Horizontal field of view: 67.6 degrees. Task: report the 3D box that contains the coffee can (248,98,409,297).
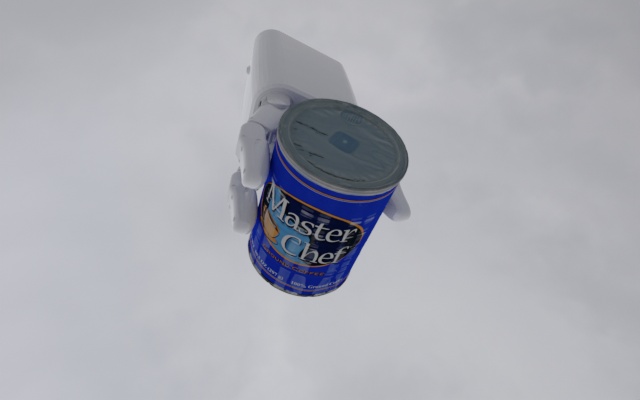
[{"bbox_3d":[0.000,0.001,0.405,0.103,0.102,0.140,0,-42,-21],"label":"coffee can"}]
